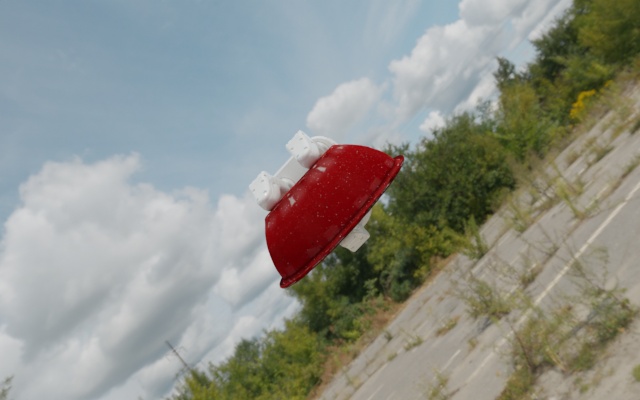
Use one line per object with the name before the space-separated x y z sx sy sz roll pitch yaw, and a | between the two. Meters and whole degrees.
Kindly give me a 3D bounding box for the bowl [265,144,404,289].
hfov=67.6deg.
bowl | 0.000 0.001 0.432 0.055 0.162 0.162 43 -4 -4
